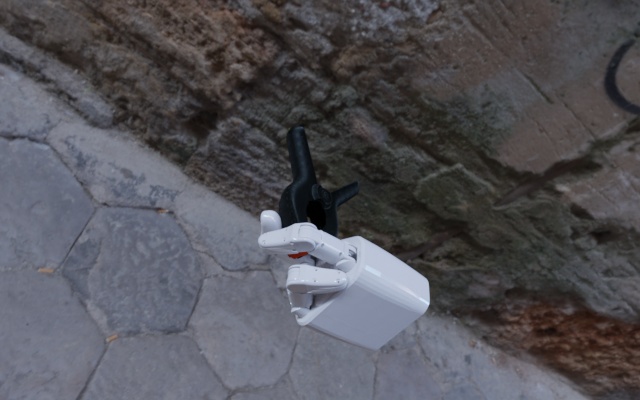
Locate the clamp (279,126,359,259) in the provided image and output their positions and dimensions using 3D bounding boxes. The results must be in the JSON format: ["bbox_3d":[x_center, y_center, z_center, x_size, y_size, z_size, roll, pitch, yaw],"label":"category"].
[{"bbox_3d":[0.000,0.002,0.551,0.120,0.171,0.039,31,-45,-26],"label":"clamp"}]
